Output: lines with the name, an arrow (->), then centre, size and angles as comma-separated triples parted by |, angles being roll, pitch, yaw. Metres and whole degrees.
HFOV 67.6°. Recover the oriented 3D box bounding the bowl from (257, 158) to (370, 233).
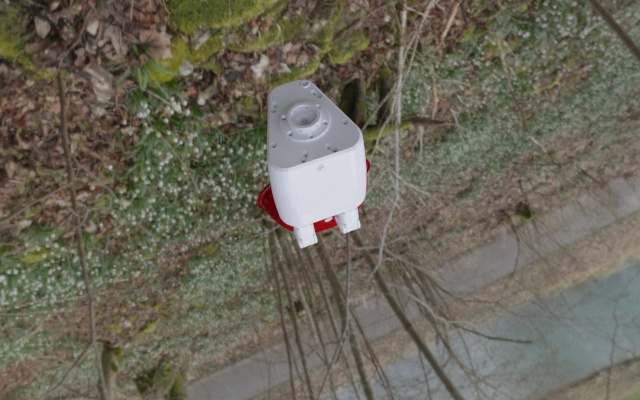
bowl -> 0.001, 0.003, 0.639 | 0.162, 0.055, 0.162 | -19, -18, -6
